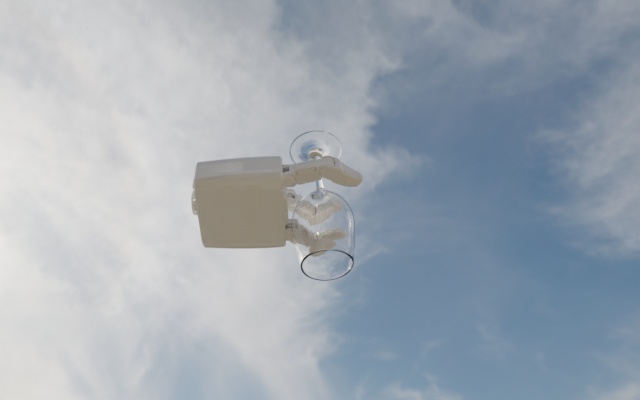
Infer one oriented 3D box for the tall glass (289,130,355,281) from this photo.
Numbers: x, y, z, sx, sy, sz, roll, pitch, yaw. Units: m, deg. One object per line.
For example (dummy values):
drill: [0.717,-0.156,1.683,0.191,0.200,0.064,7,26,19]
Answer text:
tall glass: [0.000,0.001,0.612,0.079,0.200,0.079,-3,-43,-3]
